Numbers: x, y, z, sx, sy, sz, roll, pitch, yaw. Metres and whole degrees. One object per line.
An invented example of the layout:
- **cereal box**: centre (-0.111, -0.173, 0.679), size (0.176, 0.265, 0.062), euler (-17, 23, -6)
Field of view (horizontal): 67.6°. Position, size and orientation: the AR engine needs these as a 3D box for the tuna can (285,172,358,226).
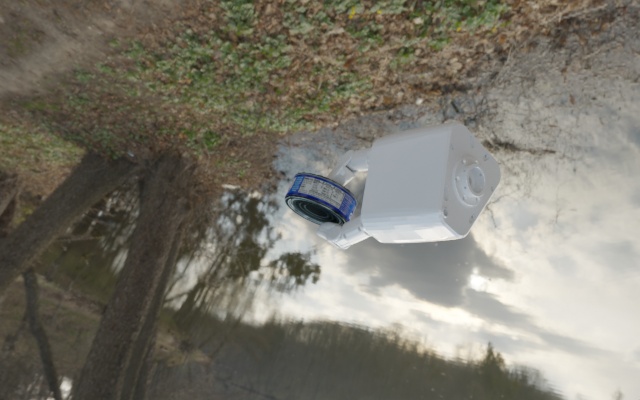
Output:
- **tuna can**: centre (0.000, 0.002, 0.585), size (0.086, 0.033, 0.086), euler (22, -18, 8)
